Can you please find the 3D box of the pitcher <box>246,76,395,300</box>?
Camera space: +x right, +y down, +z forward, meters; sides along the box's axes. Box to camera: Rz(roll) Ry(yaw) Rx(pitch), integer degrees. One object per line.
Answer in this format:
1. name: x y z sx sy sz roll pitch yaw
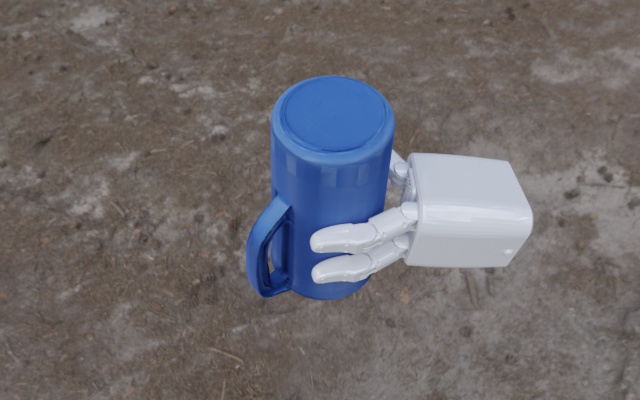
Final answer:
1. pitcher: 0.000 0.002 0.496 0.145 0.149 0.243 4 -36 2
